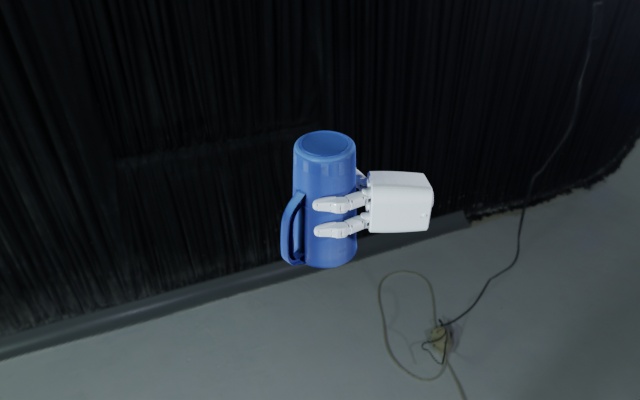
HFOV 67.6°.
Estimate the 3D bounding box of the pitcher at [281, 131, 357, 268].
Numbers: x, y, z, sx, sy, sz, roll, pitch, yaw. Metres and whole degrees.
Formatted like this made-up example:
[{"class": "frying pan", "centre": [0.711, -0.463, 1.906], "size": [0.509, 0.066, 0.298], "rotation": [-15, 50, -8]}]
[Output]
[{"class": "pitcher", "centre": [0.000, 0.003, 0.886], "size": [0.145, 0.243, 0.149], "rotation": [0, 36, 1]}]
